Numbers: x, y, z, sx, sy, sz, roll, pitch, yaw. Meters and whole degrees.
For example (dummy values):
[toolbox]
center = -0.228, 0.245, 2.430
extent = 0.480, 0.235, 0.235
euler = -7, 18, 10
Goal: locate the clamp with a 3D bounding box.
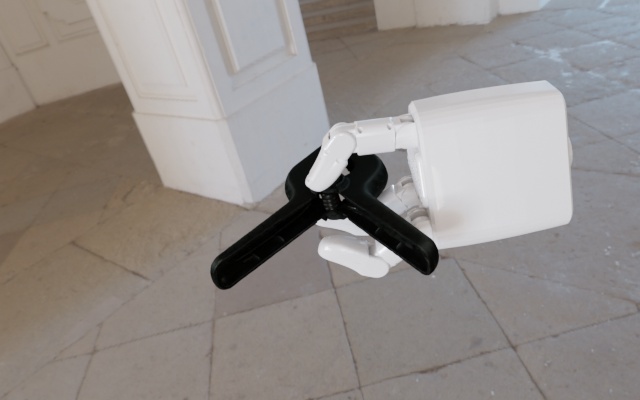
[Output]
[clamp]
center = 0.000, 0.000, 0.410
extent = 0.164, 0.036, 0.209
euler = -9, 31, 6
